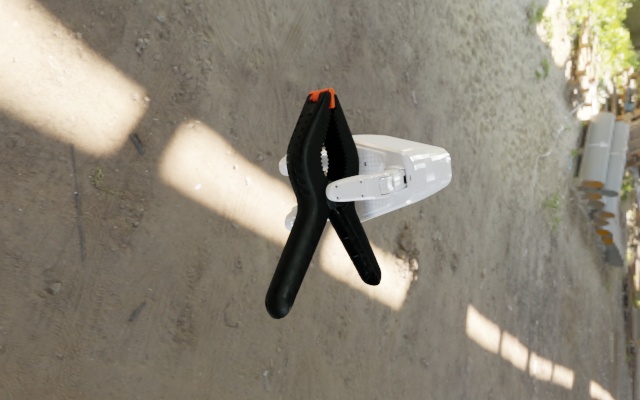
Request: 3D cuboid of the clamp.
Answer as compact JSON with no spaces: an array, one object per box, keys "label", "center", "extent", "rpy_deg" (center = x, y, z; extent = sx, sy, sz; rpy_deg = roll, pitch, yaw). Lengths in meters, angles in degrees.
[{"label":"clamp","center":[0.001,0.001,0.450],"extent":[0.036,0.210,0.164],"rpy_deg":[-1,8,38]}]
